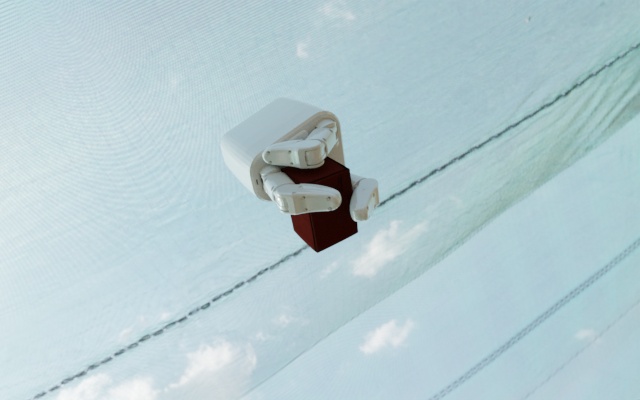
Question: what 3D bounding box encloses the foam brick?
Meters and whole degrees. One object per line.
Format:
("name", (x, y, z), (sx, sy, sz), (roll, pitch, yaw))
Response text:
("foam brick", (0.000, 0.002, 0.486), (0.053, 0.078, 0.051), (-22, 31, -23))
